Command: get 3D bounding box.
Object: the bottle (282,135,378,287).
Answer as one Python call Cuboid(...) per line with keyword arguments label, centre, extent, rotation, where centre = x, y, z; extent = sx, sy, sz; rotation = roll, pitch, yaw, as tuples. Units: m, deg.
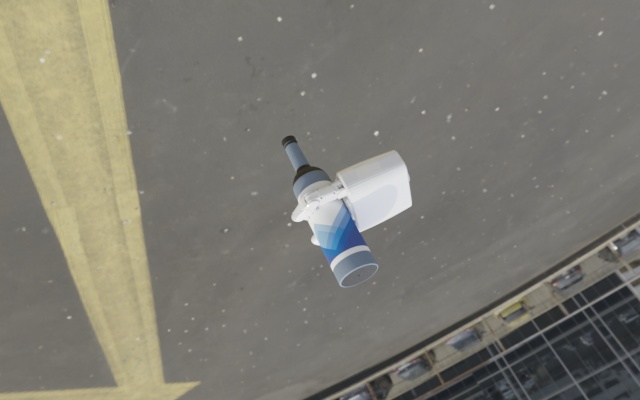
Cuboid(label="bottle", centre=(0.000, 0.003, 0.805), extent=(0.069, 0.295, 0.069), rotation=(-20, -31, -13))
